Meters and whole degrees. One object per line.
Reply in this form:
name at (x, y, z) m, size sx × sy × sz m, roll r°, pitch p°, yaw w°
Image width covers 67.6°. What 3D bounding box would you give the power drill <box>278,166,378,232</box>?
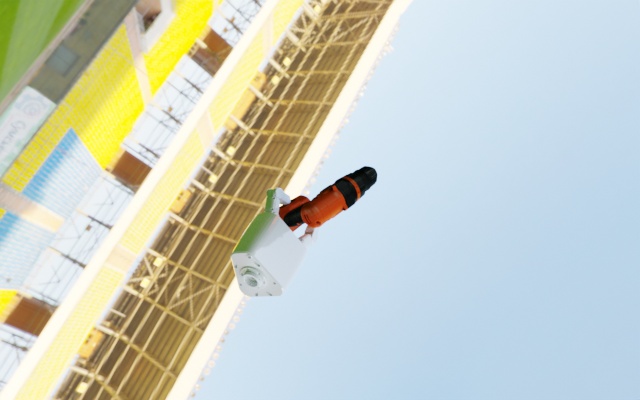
power drill at (0.000, 0.003, 0.892) m, size 0.184 × 0.057 × 0.188 m, roll -33°, pitch 5°, yaw -37°
